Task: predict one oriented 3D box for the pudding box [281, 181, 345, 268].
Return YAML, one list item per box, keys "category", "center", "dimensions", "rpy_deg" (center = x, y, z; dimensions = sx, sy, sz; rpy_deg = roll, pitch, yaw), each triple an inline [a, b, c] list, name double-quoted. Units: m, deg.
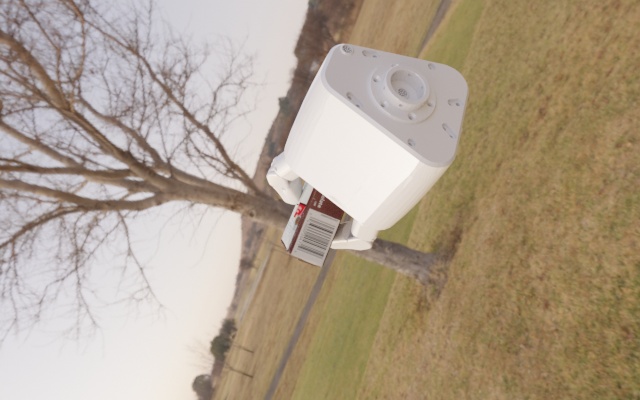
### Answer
- category: "pudding box"
  center: [0.000, 0.001, 0.469]
  dimensions: [0.039, 0.113, 0.090]
  rpy_deg: [24, -1, -8]
